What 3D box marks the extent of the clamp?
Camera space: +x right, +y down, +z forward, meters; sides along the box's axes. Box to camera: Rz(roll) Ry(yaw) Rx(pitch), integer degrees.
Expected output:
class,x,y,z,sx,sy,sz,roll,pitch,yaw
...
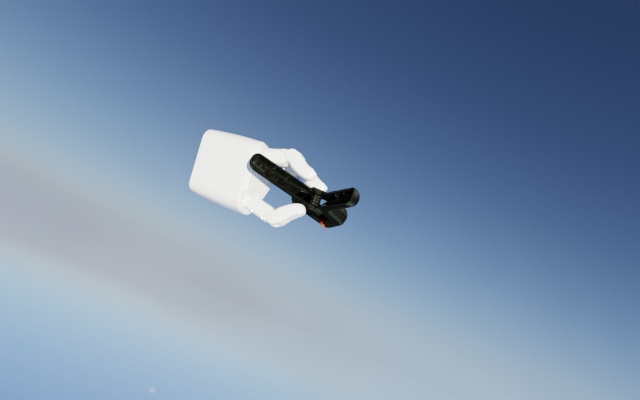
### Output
class,x,y,z,sx,sy,sz,roll,pitch,yaw
clamp,0.000,0.003,0.720,0.164,0.036,0.210,20,-14,24
